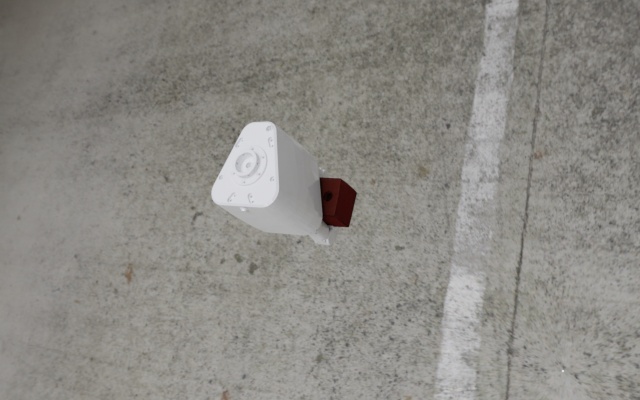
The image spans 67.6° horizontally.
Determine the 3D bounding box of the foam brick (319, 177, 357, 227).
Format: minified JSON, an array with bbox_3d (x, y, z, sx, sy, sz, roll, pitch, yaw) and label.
[{"bbox_3d":[0.000,0.002,0.639,0.078,0.053,0.051,3,-19,28],"label":"foam brick"}]
